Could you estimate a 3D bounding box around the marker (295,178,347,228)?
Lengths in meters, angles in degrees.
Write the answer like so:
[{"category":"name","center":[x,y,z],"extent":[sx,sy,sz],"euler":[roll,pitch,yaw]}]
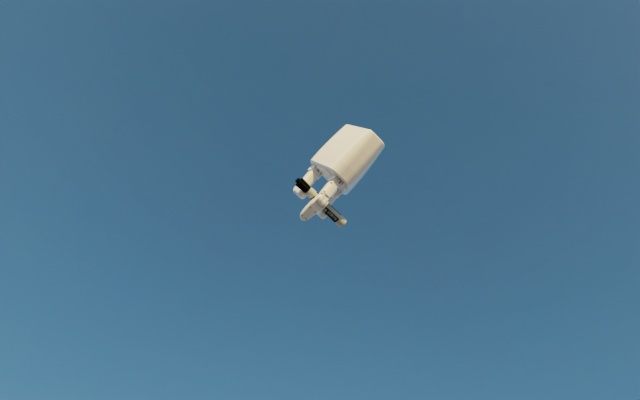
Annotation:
[{"category":"marker","center":[0.000,0.003,0.866],"extent":[0.121,0.020,0.020],"euler":[44,-13,-14]}]
